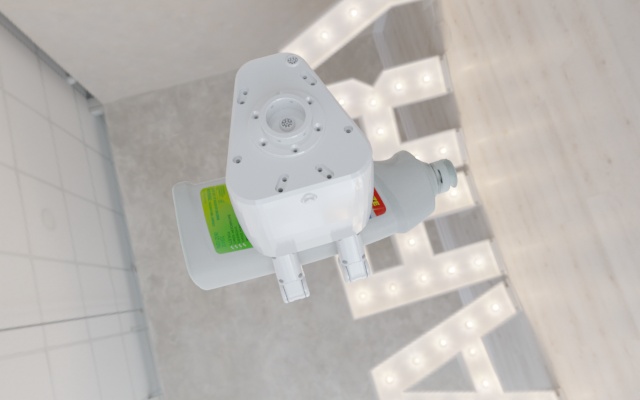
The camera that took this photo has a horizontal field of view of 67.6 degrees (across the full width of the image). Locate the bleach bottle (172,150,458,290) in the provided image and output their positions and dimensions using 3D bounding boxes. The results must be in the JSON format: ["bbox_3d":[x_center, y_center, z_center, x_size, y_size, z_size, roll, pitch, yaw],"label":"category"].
[{"bbox_3d":[0.000,0.002,0.442,0.251,0.102,0.068,-16,-22,-4],"label":"bleach bottle"}]
